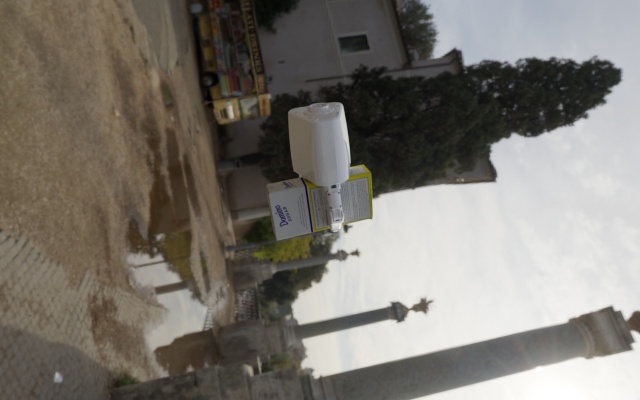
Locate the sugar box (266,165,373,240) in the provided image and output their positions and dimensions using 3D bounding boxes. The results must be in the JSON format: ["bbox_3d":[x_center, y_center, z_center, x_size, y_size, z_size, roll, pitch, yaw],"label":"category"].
[{"bbox_3d":[0.000,0.002,0.817,0.176,0.093,0.048,-10,26,-8],"label":"sugar box"}]
